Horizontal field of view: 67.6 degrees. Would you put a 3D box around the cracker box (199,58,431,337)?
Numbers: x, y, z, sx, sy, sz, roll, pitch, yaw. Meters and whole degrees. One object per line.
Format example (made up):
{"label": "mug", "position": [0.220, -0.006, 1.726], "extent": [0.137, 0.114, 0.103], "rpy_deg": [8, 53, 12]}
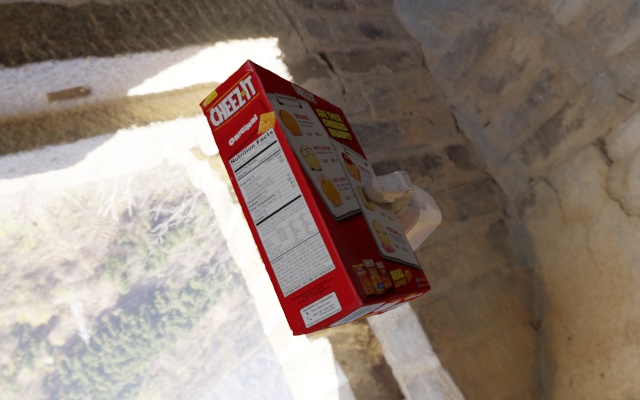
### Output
{"label": "cracker box", "position": [0.000, 0.001, 0.425], "extent": [0.072, 0.213, 0.164], "rpy_deg": [-33, -20, 23]}
